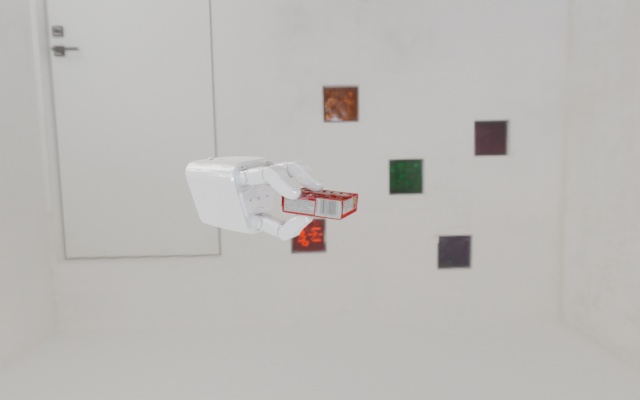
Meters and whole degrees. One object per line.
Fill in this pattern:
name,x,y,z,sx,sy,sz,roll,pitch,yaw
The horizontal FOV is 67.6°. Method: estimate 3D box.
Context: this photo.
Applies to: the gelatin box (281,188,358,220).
gelatin box,0.000,0.003,0.669,0.089,0.030,0.073,7,10,20
